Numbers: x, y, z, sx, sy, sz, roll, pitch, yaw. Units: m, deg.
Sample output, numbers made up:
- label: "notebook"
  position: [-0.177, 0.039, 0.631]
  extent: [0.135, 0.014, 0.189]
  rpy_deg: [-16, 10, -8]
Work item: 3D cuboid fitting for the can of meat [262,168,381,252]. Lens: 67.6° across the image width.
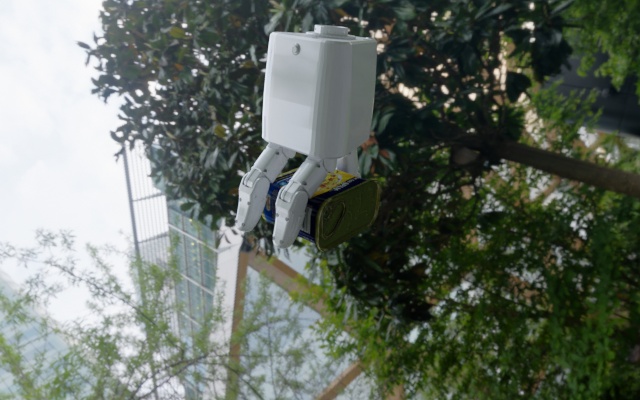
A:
- label: "can of meat"
  position: [0.000, 0.002, 0.504]
  extent: [0.084, 0.057, 0.102]
  rpy_deg: [22, 31, 35]
